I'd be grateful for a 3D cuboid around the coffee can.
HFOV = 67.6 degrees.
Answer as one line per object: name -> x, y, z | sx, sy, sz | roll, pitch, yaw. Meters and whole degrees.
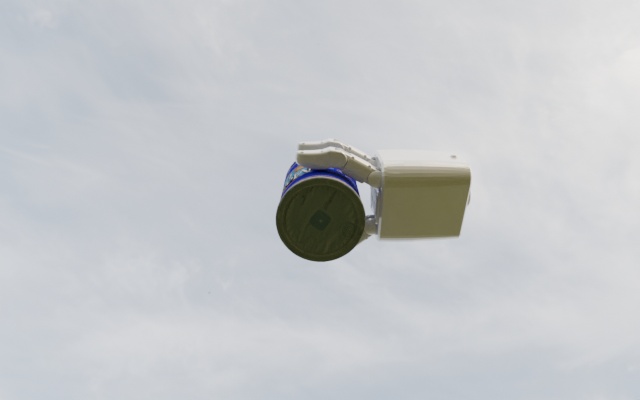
coffee can -> 0.000, 0.002, 0.605 | 0.103, 0.103, 0.140 | 0, 18, 0
